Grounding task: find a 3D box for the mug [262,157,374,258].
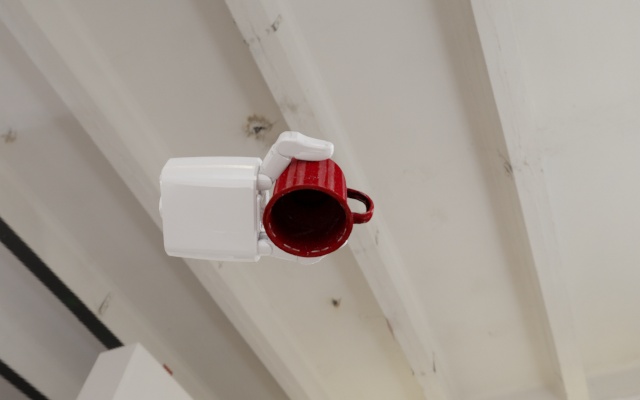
[{"bbox_3d":[0.002,0.002,0.521,0.117,0.093,0.081,3,34,0],"label":"mug"}]
